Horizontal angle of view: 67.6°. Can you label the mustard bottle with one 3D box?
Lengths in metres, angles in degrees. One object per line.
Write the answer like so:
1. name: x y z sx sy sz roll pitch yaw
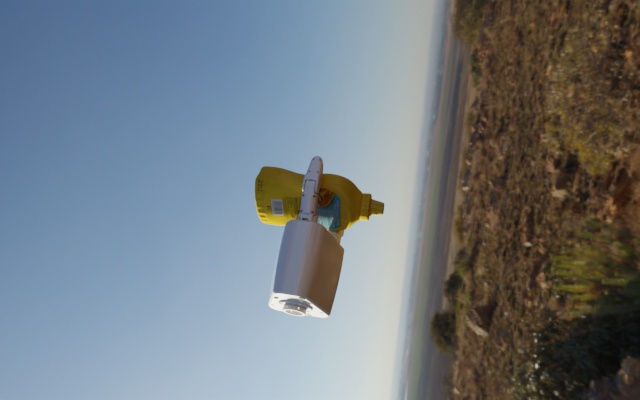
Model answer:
1. mustard bottle: 0.000 0.002 0.724 0.191 0.096 0.058 7 39 11
